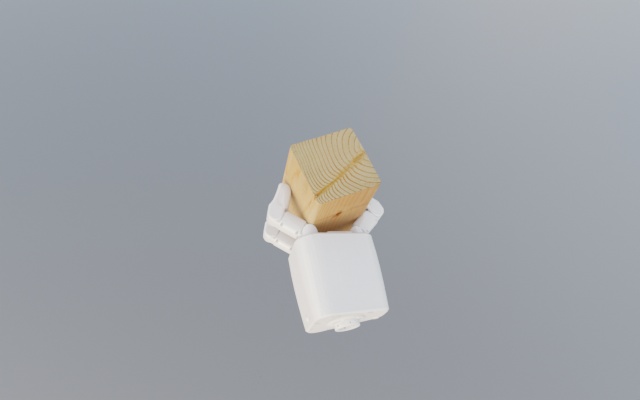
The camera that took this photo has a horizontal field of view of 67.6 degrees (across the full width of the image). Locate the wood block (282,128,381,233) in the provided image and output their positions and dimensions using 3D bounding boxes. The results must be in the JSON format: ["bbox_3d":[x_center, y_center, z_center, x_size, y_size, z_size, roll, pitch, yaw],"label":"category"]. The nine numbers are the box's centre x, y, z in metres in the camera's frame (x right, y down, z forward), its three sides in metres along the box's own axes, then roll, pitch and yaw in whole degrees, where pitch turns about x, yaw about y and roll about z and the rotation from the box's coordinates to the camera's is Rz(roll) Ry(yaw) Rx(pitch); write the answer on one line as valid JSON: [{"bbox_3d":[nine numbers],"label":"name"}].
[{"bbox_3d":[0.001,0.002,0.675,0.091,0.090,0.206,-19,-22,-20],"label":"wood block"}]
